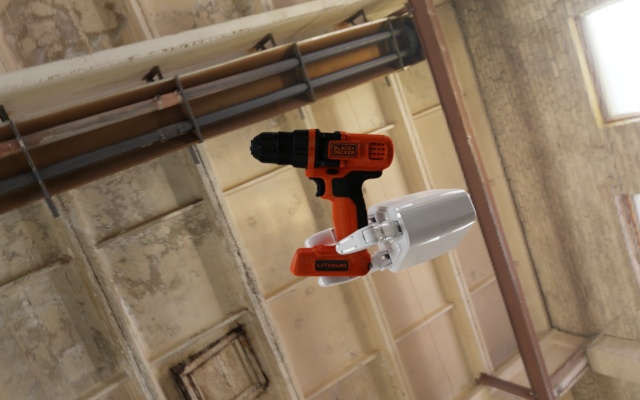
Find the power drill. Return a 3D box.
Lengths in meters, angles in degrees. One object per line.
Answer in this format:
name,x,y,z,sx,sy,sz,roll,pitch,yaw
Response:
power drill,0.000,0.002,0.617,0.184,0.187,0.057,2,6,-1
